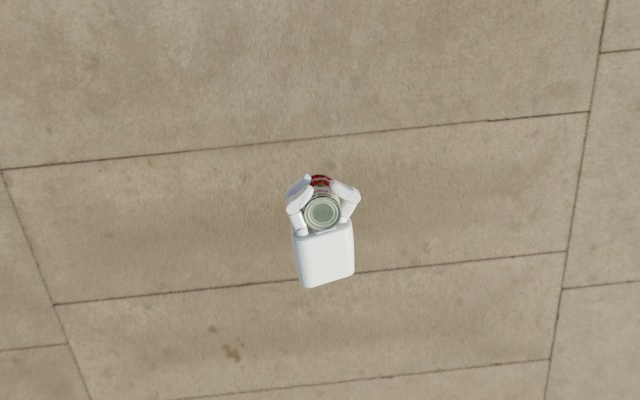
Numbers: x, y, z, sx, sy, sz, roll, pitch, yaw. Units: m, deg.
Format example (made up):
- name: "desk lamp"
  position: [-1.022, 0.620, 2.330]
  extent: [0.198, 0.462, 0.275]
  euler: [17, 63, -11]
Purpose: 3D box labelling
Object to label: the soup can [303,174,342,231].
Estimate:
- name: "soup can"
  position: [0.000, 0.002, 0.856]
  extent: [0.068, 0.068, 0.102]
  euler: [0, 25, -4]
